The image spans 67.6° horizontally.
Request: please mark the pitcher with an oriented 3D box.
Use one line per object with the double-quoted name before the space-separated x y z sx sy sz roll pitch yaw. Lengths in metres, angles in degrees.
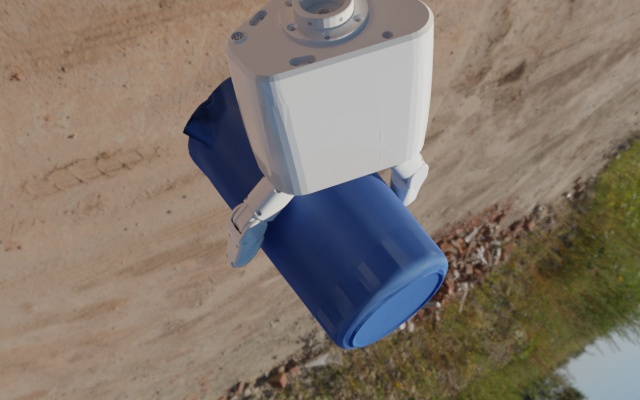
"pitcher" 0.000 0.001 0.427 0.149 0.242 0.145 -31 -30 -15
